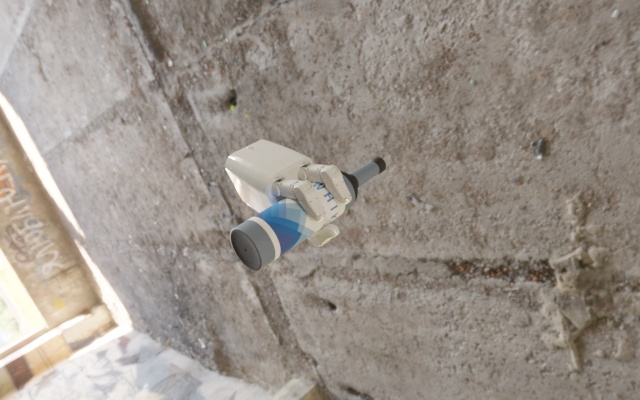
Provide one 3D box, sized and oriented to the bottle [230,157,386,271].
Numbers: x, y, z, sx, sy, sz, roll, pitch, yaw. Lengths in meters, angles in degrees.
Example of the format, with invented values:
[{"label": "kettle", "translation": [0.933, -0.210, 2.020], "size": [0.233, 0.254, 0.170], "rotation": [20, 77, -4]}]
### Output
[{"label": "bottle", "translation": [0.000, 0.003, 0.723], "size": [0.295, 0.069, 0.069], "rotation": [-33, 20, -36]}]
